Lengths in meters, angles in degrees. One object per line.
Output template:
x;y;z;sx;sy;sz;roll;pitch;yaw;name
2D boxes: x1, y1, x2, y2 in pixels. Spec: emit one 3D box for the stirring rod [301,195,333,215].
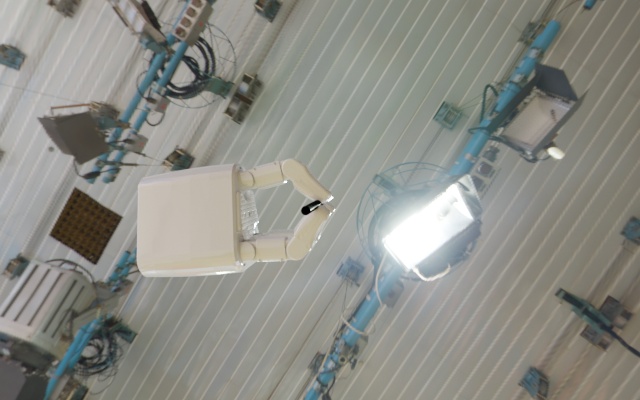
0.000;0.002;0.519;0.011;0.011;0.239;0;3;6;stirring rod
